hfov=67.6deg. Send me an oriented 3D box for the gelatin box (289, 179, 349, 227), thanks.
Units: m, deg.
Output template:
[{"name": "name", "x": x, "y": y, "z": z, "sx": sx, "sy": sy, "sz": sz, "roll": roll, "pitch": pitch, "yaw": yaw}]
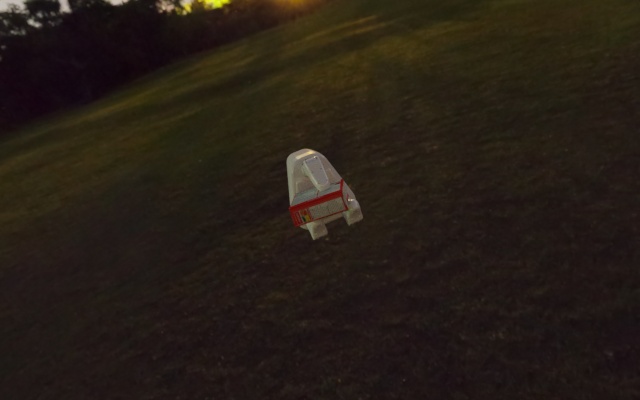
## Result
[{"name": "gelatin box", "x": 0.000, "y": 0.002, "z": 0.645, "sx": 0.073, "sy": 0.030, "sz": 0.089, "roll": -18, "pitch": 11, "yaw": 7}]
